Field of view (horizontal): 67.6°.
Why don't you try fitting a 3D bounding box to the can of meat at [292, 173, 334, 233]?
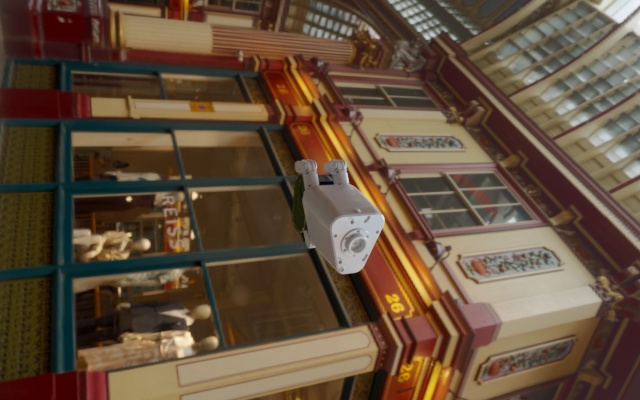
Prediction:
[{"bbox_3d":[0.000,0.003,0.847,0.084,0.102,0.057,-3,23,-23],"label":"can of meat"}]
